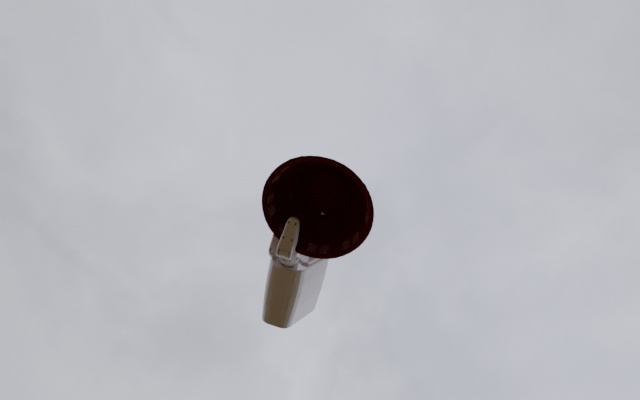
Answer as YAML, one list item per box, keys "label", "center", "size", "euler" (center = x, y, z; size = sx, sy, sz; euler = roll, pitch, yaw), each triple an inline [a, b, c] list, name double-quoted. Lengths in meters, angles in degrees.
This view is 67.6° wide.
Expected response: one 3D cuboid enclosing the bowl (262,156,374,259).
- label: "bowl"
  center: [0.001, 0.001, 0.687]
  size: [0.162, 0.162, 0.055]
  euler: [0, 26, 16]
